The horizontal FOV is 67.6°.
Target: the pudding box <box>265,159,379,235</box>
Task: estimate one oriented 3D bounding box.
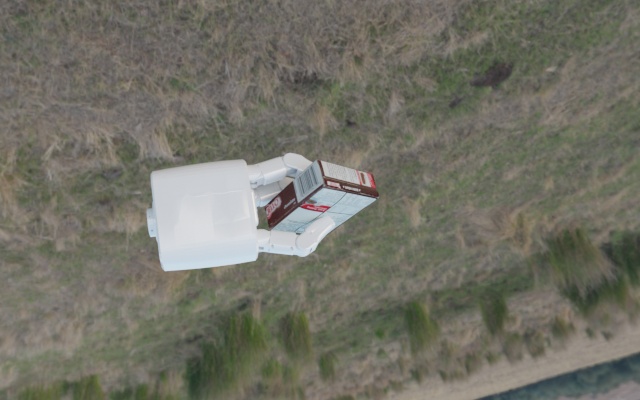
[{"bbox_3d":[0.000,0.002,0.578,0.090,0.039,0.113,10,-34,-39],"label":"pudding box"}]
